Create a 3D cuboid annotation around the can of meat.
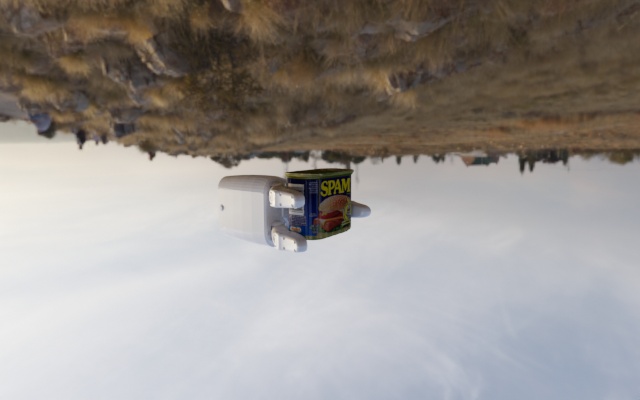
[{"bbox_3d":[0.000,0.002,0.632,0.057,0.084,0.102,5,10,35],"label":"can of meat"}]
